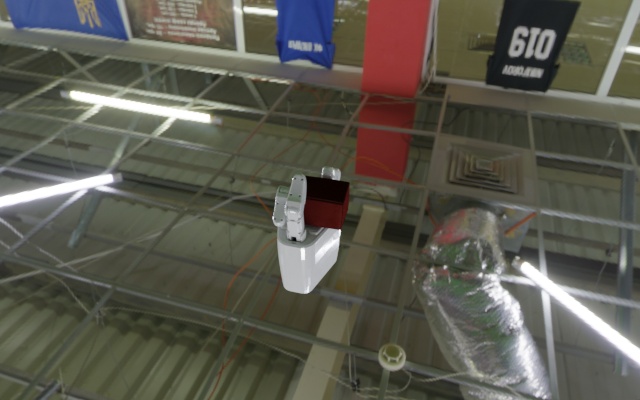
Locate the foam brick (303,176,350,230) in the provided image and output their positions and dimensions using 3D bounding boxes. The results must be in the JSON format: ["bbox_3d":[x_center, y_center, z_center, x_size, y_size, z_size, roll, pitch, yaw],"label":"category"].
[{"bbox_3d":[0.000,0.002,0.692,0.078,0.051,0.053,9,40,12],"label":"foam brick"}]
